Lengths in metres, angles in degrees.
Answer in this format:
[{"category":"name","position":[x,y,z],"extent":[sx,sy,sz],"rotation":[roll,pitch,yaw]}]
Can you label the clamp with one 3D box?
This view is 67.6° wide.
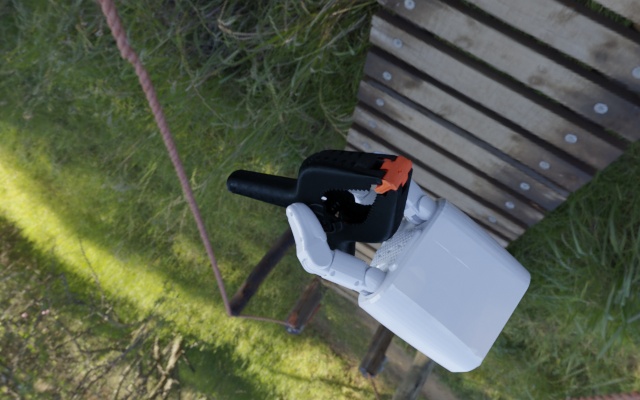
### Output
[{"category":"clamp","position":[0.000,0.002,0.416],"extent":[0.164,0.036,0.210],"rotation":[38,-29,-5]}]
